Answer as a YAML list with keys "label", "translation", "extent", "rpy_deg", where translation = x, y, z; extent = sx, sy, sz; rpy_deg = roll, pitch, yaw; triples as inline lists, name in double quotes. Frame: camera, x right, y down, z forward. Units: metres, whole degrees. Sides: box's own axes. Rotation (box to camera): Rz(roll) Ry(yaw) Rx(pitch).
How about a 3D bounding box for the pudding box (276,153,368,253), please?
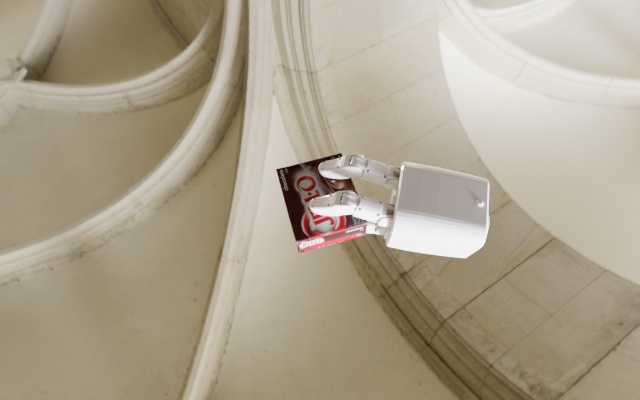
- label: "pudding box"
  translation: [0.000, 0.002, 0.606]
  extent: [0.090, 0.113, 0.039]
  rpy_deg: [-14, -32, -7]
